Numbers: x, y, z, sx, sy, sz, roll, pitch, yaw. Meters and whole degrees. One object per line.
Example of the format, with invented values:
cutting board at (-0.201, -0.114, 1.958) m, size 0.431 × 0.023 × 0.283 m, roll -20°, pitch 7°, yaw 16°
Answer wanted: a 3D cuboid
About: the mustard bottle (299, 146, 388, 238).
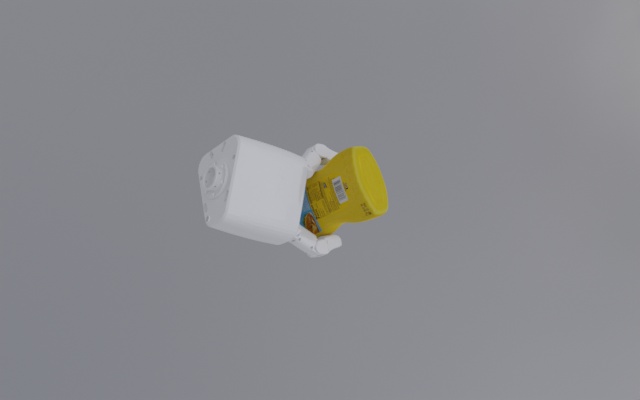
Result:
mustard bottle at (0.001, 0.002, 0.670) m, size 0.192 × 0.096 × 0.058 m, roll -25°, pitch -8°, yaw 41°
